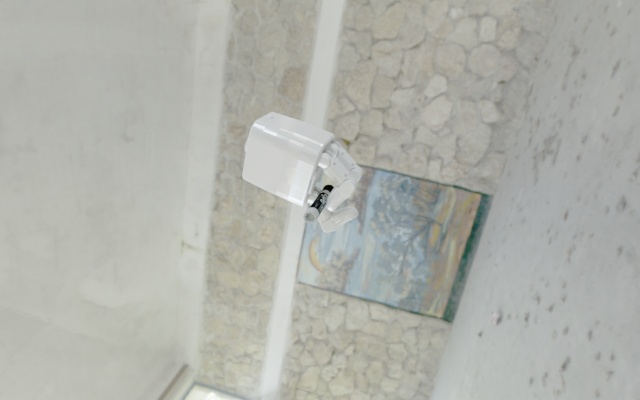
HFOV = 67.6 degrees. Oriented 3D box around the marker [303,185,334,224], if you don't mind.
[{"bbox_3d":[0.000,0.002,0.687,0.020,0.020,0.121,0,20,15],"label":"marker"}]
